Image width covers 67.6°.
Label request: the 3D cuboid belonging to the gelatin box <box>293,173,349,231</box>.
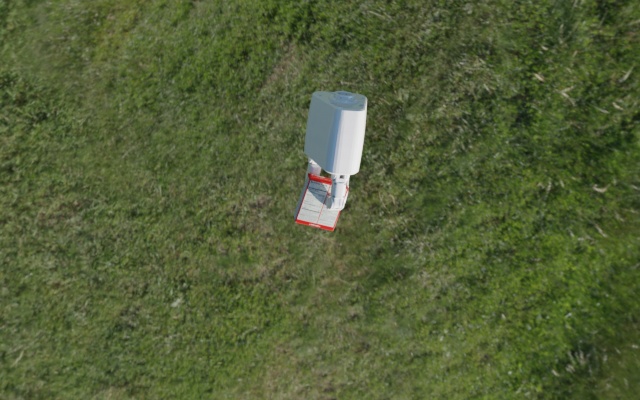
[{"bbox_3d":[0.000,0.003,0.842,0.073,0.089,0.030,13,19,-17],"label":"gelatin box"}]
